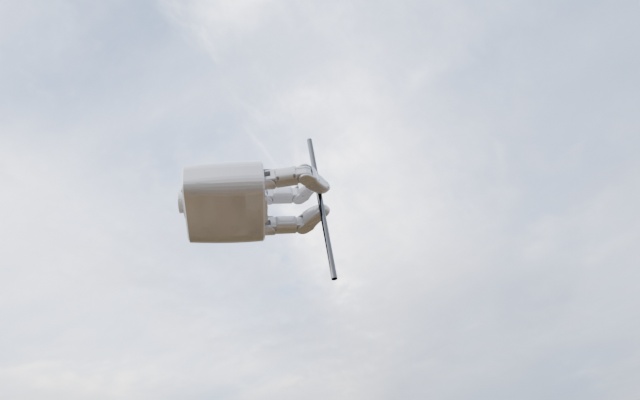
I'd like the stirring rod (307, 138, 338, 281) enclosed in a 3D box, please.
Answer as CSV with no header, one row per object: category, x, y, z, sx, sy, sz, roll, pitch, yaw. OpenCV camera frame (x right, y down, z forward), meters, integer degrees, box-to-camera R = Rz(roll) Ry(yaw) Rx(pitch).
stirring rod,0.000,0.002,0.663,0.011,0.239,0.011,-7,-36,-5
